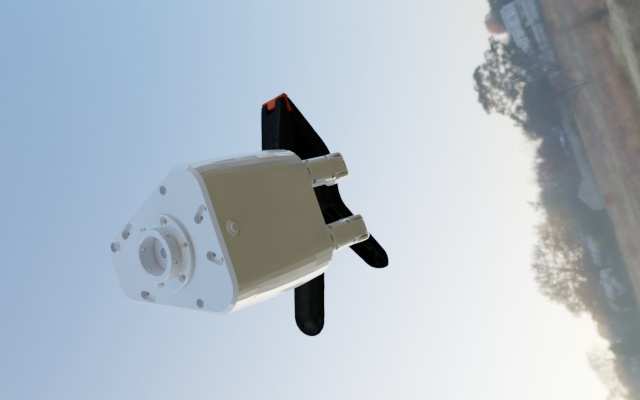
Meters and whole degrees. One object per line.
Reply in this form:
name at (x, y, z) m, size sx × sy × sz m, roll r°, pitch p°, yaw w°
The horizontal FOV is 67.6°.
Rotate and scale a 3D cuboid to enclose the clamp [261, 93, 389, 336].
clamp at (-0.001, 0.001, 0.457) m, size 0.036 × 0.210 × 0.164 m, roll -20°, pitch -3°, yaw 32°
